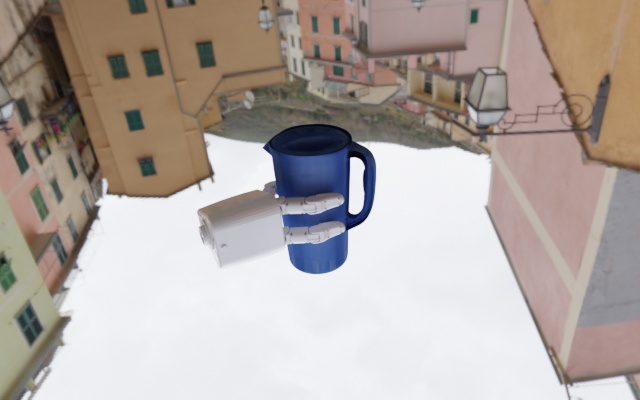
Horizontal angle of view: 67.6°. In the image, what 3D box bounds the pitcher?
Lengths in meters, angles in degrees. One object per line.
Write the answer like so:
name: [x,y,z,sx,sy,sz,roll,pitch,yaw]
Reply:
pitcher: [0.000,0.003,0.808,0.145,0.243,0.149,-18,32,-23]
